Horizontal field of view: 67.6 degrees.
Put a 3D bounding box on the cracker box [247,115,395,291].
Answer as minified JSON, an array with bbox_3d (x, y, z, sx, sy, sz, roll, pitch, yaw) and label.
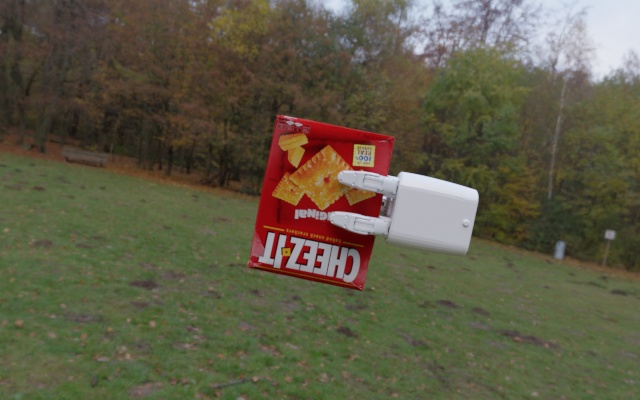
[{"bbox_3d":[0.000,0.002,0.664,0.164,0.213,0.072,11,2,1],"label":"cracker box"}]
